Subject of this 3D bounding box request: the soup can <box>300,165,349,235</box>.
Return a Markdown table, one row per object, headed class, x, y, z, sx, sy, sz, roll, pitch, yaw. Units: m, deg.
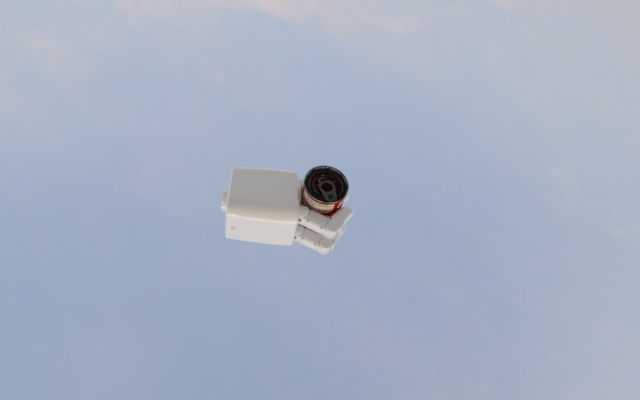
| class | x | y | z | sx | sy | sz | roll | pitch | yaw |
| --- | --- | --- | --- | --- | --- | --- | --- | --- | --- |
| soup can | 0.001 | 0.003 | 0.748 | 0.068 | 0.068 | 0.102 | 0 | -33 | -12 |
